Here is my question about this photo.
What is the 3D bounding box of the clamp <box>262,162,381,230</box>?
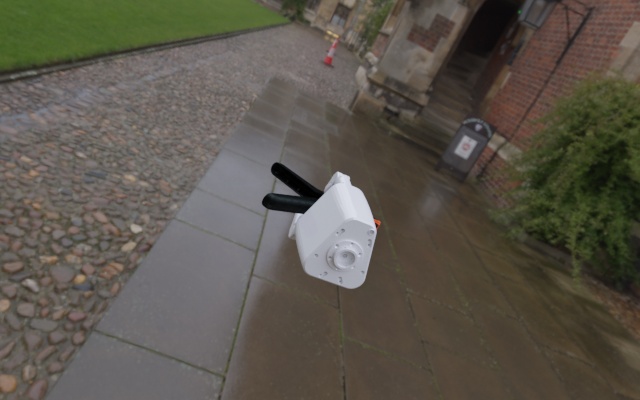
[{"bbox_3d":[0.001,0.002,0.802,0.210,0.036,0.164,21,22,-17],"label":"clamp"}]
